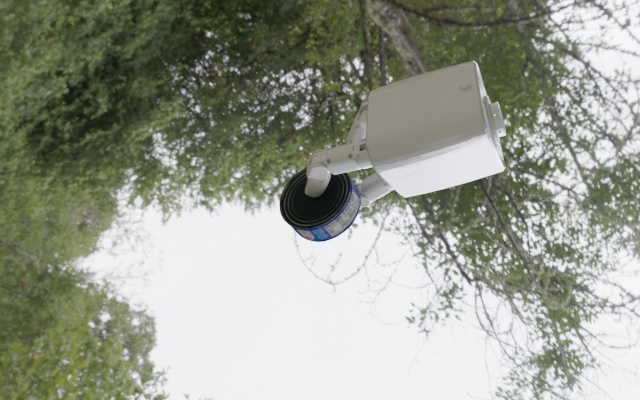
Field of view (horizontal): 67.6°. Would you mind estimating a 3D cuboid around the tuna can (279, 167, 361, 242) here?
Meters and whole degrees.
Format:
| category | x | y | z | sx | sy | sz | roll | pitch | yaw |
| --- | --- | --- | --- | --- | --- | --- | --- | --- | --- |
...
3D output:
| category | x | y | z | sx | sy | sz | roll | pitch | yaw |
| --- | --- | --- | --- | --- | --- | --- | --- | --- | --- |
| tuna can | 0.000 | 0.002 | 0.524 | 0.086 | 0.086 | 0.034 | 0 | -32 | 30 |
